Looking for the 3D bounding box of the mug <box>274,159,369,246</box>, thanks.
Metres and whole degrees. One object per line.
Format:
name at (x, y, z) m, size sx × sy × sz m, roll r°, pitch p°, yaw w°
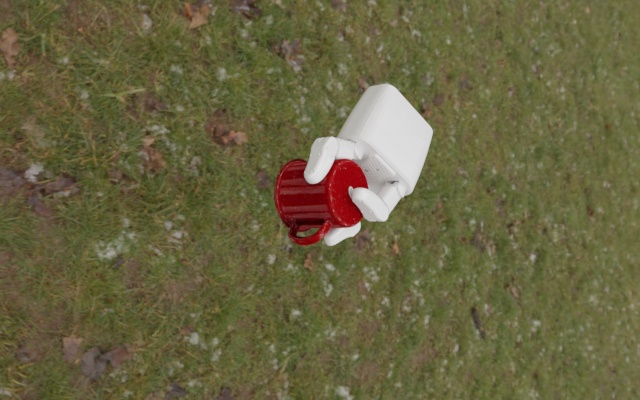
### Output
mug at (0.000, 0.003, 0.572) m, size 0.081 × 0.117 × 0.093 m, roll -2°, pitch -40°, yaw 40°
